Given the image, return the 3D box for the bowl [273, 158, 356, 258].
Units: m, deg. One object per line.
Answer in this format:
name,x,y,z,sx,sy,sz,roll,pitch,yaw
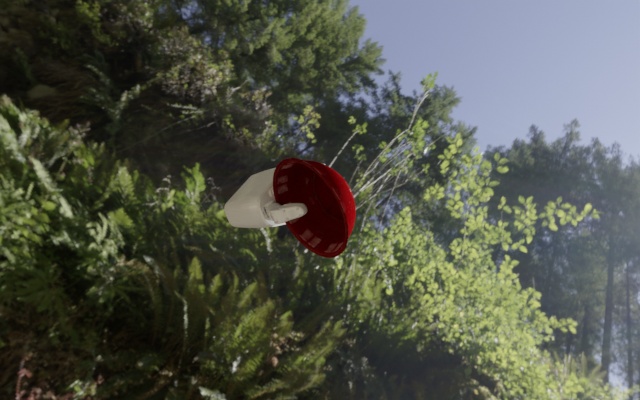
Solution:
bowl,0.001,0.002,0.712,0.055,0.162,0.162,-30,18,-33
